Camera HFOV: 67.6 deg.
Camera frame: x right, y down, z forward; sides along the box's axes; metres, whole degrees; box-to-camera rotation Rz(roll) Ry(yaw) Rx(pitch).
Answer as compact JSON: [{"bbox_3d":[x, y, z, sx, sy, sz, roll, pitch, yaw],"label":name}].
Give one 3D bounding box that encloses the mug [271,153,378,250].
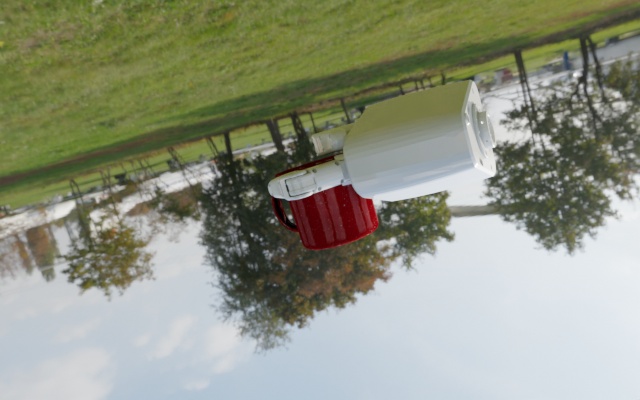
[{"bbox_3d":[-0.001,0.002,0.490,0.117,0.081,0.093,-13,8,29],"label":"mug"}]
